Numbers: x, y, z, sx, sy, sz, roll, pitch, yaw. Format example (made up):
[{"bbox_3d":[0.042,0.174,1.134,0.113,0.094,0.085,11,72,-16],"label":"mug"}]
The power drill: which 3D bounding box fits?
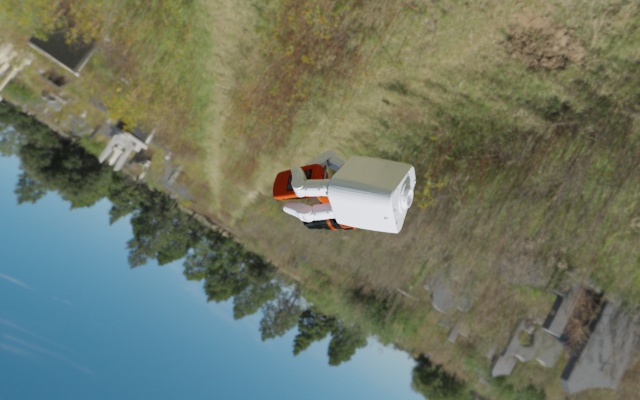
[{"bbox_3d":[0.000,0.003,0.885,0.184,0.057,0.188,-11,-28,36],"label":"power drill"}]
